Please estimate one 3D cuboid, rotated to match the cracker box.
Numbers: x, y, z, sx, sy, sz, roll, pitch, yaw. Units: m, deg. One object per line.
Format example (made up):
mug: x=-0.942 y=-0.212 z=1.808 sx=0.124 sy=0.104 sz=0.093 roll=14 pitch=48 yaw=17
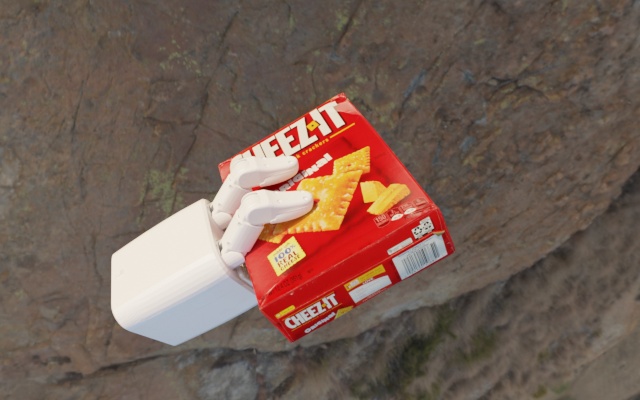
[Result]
cracker box: x=0.000 y=0.002 z=0.463 sx=0.164 sy=0.072 sz=0.213 roll=-29 pitch=43 yaw=1
